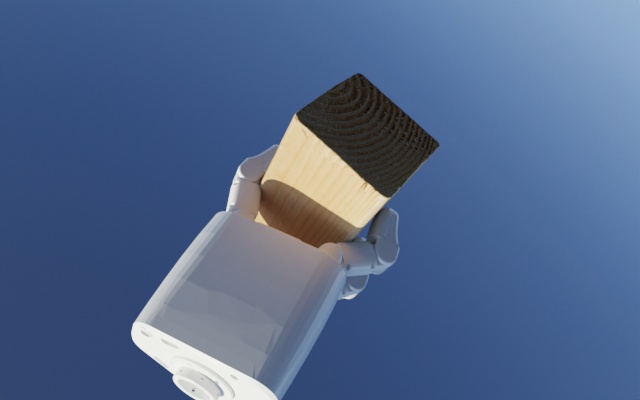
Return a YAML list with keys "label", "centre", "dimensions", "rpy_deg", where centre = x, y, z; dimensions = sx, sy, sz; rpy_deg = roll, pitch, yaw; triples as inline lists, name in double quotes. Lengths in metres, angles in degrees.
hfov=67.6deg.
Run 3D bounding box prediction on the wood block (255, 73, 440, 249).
- label: "wood block"
  centre: [0.000, 0.001, 0.431]
  dimensions: [0.090, 0.091, 0.206]
  rpy_deg: [-42, -8, -39]
